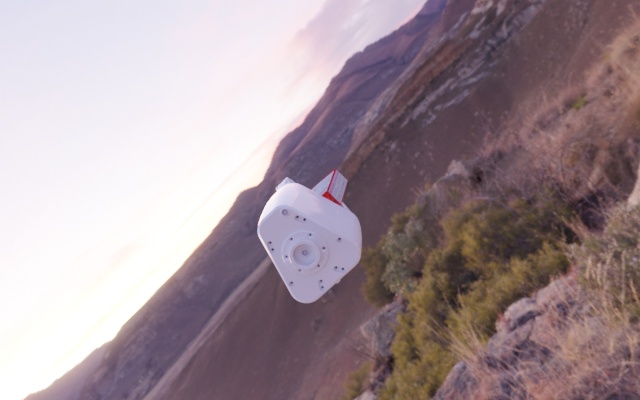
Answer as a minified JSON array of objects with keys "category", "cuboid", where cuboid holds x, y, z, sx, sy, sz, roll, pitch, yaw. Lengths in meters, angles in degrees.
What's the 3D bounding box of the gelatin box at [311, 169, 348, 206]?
[{"category":"gelatin box","cuboid":[0.000,0.002,0.671,0.073,0.030,0.089,-41,13,23]}]
